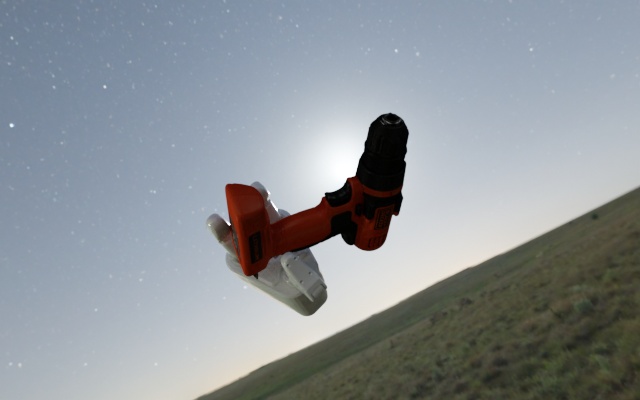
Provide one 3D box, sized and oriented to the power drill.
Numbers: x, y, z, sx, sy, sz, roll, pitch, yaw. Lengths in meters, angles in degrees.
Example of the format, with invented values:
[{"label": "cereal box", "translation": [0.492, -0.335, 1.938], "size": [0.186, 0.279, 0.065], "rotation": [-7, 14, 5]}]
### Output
[{"label": "power drill", "translation": [0.000, 0.002, 0.497], "size": [0.187, 0.185, 0.057], "rotation": [-13, 46, -17]}]
